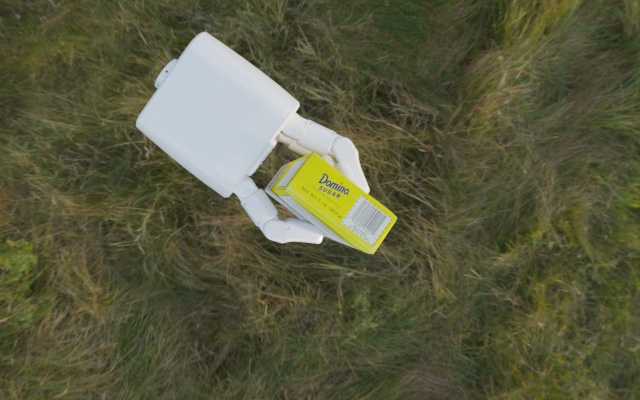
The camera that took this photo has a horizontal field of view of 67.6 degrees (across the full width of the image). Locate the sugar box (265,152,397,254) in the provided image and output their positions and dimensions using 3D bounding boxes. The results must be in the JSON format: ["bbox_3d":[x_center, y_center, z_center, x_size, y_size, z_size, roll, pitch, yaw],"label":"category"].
[{"bbox_3d":[0.000,0.001,0.470,0.093,0.048,0.176,38,-4,-11],"label":"sugar box"}]
